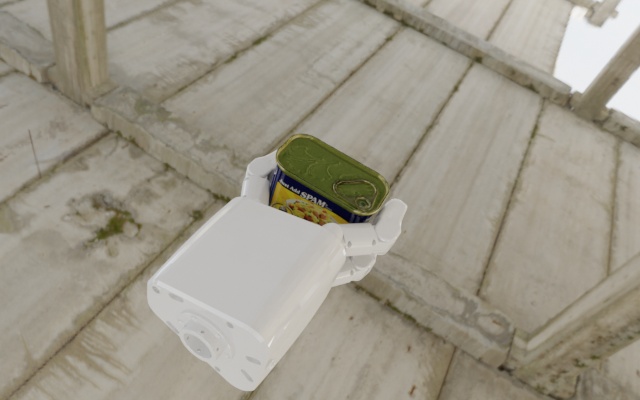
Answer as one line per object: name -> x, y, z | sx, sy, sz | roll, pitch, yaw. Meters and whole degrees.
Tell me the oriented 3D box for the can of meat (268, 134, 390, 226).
can of meat -> 0.000, 0.002, 0.443 | 0.102, 0.084, 0.057 | 30, 45, 7
